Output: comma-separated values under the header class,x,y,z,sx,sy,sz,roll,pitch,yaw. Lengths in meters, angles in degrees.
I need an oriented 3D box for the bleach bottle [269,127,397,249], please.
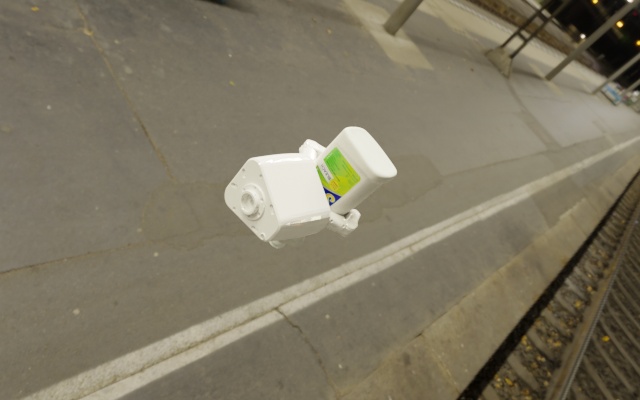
class,x,y,z,sx,sy,sz,roll,pitch,yaw
bleach bottle,0.000,0.002,0.755,0.068,0.102,0.251,-10,-30,-52
